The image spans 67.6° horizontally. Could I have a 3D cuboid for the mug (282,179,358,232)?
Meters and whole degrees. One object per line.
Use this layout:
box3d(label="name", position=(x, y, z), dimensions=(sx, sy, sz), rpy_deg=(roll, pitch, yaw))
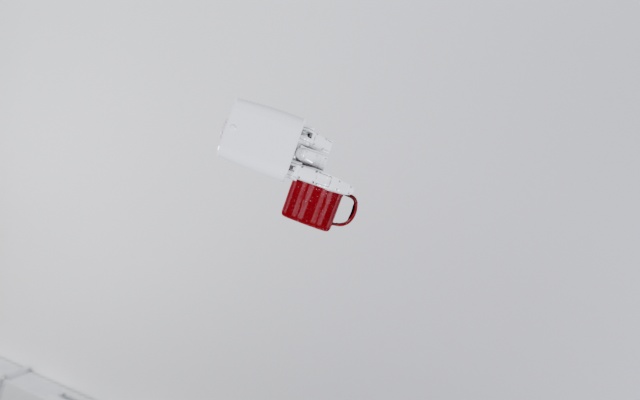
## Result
box3d(label="mug", position=(0.001, 0.003, 0.749), dimensions=(0.117, 0.081, 0.093), rpy_deg=(20, -2, -1))
